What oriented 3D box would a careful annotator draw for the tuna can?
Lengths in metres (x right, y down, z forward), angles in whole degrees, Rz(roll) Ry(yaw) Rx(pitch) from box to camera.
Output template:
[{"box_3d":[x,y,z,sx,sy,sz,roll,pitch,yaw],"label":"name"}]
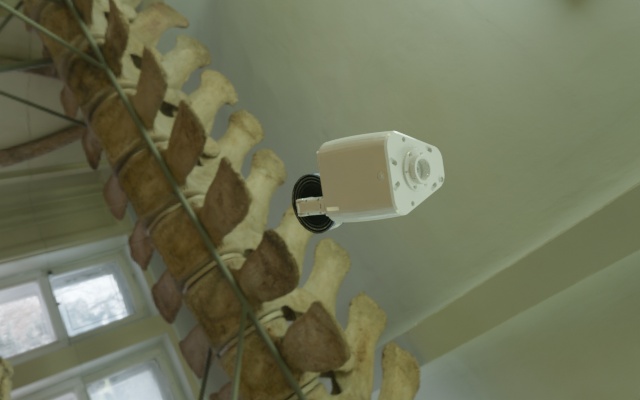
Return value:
[{"box_3d":[0.000,0.002,0.685,0.086,0.086,0.034,0,11,44],"label":"tuna can"}]
